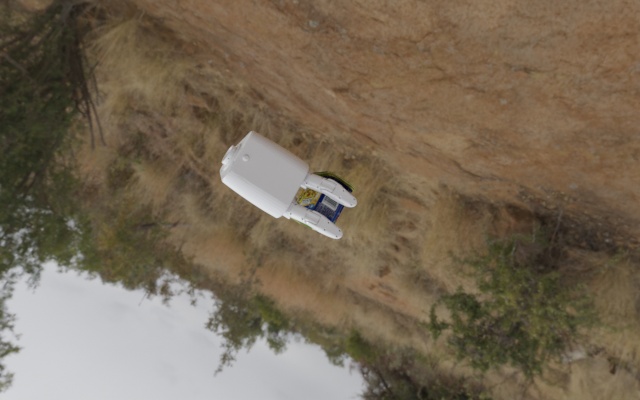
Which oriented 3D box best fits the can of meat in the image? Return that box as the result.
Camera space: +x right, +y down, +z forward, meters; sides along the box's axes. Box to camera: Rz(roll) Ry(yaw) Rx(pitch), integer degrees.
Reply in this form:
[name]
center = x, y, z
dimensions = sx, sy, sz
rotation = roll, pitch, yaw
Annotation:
[can of meat]
center = 0.000, 0.003, 0.791
dimensions = 0.057, 0.084, 0.102
rotation = 34, -14, -22
